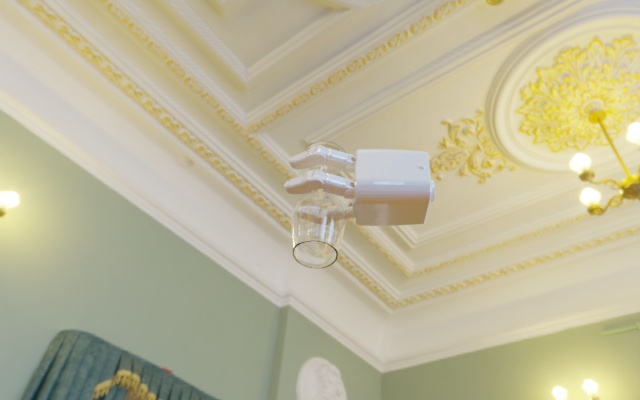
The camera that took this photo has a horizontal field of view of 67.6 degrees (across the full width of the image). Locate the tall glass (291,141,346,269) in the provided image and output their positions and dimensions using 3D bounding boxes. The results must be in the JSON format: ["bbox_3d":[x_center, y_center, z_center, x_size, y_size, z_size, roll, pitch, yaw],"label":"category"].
[{"bbox_3d":[0.000,0.002,0.712,0.079,0.200,0.079,3,-44,3],"label":"tall glass"}]
